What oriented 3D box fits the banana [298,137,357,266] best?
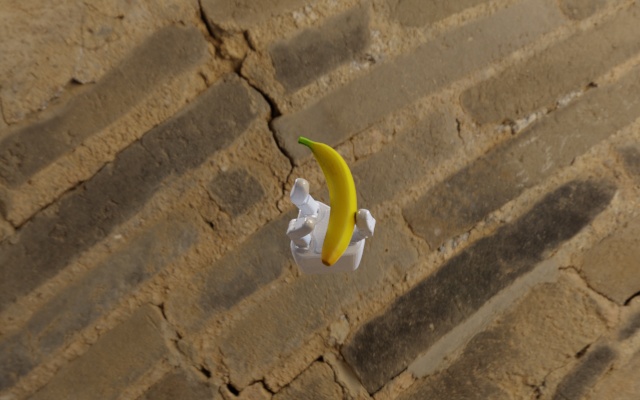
[{"bbox_3d":[0.018,-0.004,0.675,0.069,0.197,0.037,-10,-24,-6],"label":"banana"}]
